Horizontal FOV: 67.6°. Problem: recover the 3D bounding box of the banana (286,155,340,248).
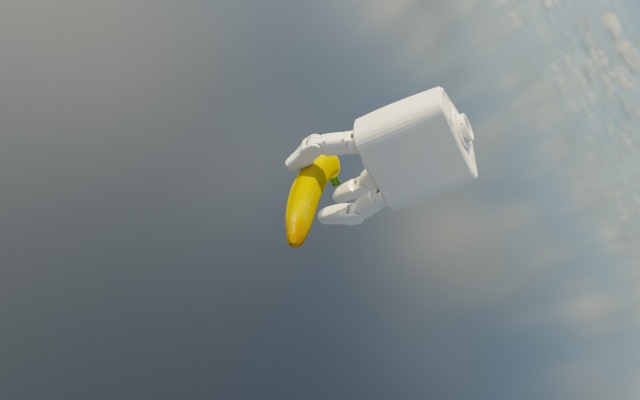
[{"bbox_3d":[-0.005,-0.016,0.604,0.037,0.070,0.197,-12,20,24],"label":"banana"}]
